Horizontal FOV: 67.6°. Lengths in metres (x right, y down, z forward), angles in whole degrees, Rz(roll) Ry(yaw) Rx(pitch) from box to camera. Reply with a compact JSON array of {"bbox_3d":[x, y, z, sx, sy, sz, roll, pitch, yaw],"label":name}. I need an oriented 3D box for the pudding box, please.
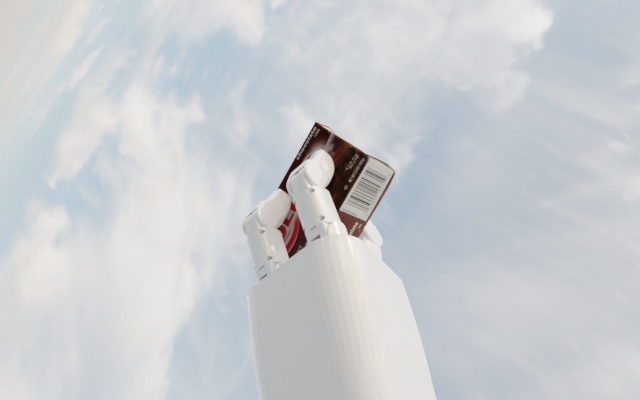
[{"bbox_3d":[0.000,0.001,0.400,0.039,0.113,0.090,26,10,-38],"label":"pudding box"}]
